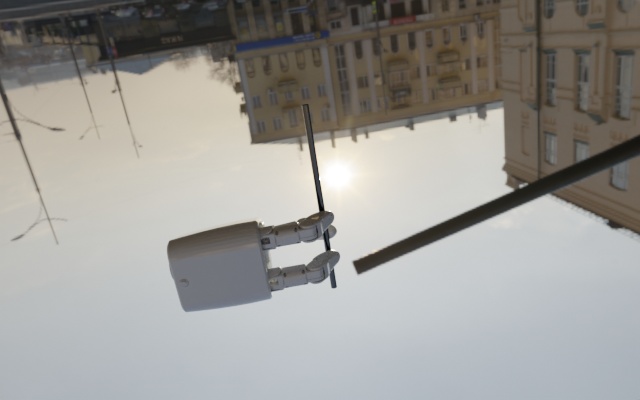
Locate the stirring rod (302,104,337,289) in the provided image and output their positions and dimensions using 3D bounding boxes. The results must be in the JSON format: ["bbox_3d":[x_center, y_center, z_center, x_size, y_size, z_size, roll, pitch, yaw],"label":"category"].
[{"bbox_3d":[0.000,0.002,0.590,0.011,0.240,0.011,-8,19,3],"label":"stirring rod"}]
